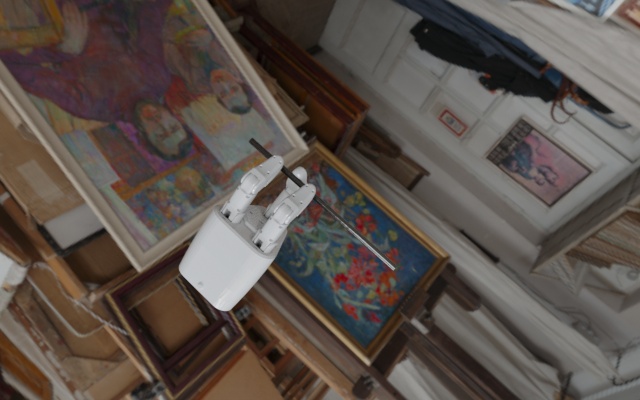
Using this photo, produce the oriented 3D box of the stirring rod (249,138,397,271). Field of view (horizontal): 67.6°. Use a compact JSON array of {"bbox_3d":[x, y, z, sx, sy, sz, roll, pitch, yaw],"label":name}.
[{"bbox_3d":[0.000,0.002,0.588,0.239,0.011,0.011,42,8,10],"label":"stirring rod"}]
